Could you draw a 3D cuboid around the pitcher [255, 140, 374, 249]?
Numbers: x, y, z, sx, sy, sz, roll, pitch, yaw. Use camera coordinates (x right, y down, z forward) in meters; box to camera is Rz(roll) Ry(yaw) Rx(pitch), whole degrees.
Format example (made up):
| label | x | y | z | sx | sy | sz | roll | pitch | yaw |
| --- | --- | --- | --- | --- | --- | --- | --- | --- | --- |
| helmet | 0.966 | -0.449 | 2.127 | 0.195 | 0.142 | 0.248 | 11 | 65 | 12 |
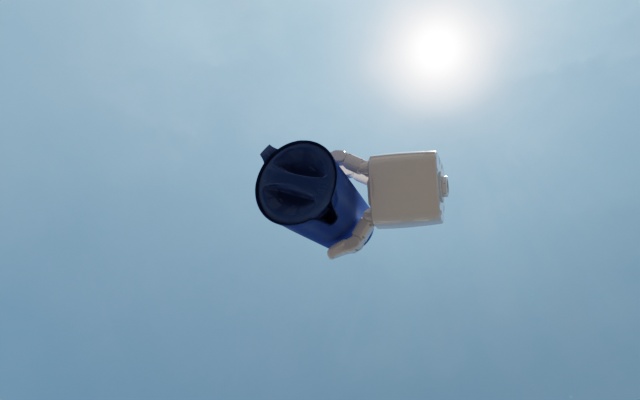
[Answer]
| label | x | y | z | sx | sy | sz | roll | pitch | yaw |
| --- | --- | --- | --- | --- | --- | --- | --- | --- | --- |
| pitcher | 0.000 | 0.003 | 0.794 | 0.145 | 0.149 | 0.243 | -5 | -21 | 22 |
